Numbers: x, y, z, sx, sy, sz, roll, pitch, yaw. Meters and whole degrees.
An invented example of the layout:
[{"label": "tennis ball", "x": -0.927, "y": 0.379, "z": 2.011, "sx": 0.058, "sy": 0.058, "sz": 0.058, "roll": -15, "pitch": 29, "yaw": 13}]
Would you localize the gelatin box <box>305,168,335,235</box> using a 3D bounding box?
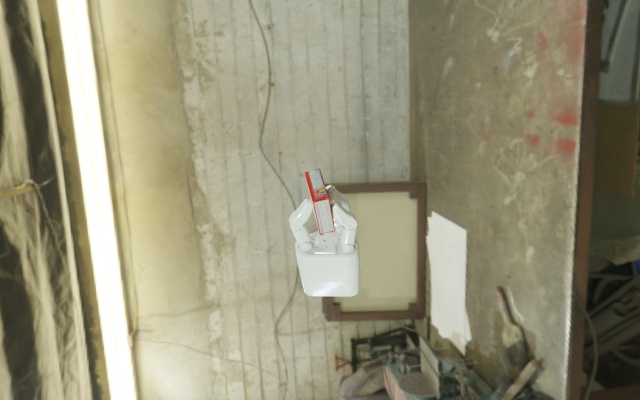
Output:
[{"label": "gelatin box", "x": 0.000, "y": 0.003, "z": 0.809, "sx": 0.030, "sy": 0.073, "sz": 0.089, "roll": -14, "pitch": -43, "yaw": -1}]
